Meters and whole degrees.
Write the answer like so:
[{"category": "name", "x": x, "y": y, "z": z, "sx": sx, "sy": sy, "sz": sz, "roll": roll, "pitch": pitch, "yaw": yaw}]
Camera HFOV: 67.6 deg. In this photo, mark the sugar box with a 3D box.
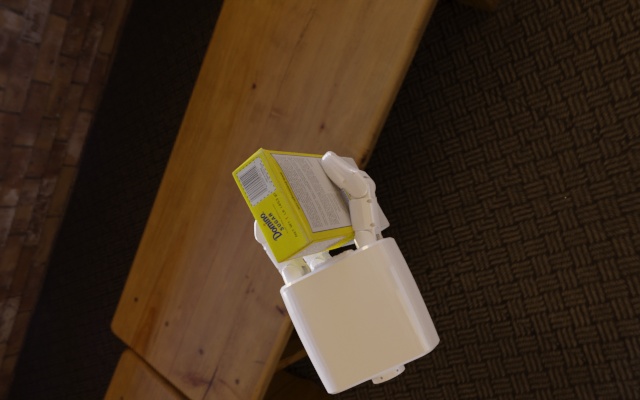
[{"category": "sugar box", "x": 0.000, "y": 0.002, "z": 0.471, "sx": 0.048, "sy": 0.093, "sz": 0.176, "roll": -34, "pitch": -15, "yaw": 23}]
